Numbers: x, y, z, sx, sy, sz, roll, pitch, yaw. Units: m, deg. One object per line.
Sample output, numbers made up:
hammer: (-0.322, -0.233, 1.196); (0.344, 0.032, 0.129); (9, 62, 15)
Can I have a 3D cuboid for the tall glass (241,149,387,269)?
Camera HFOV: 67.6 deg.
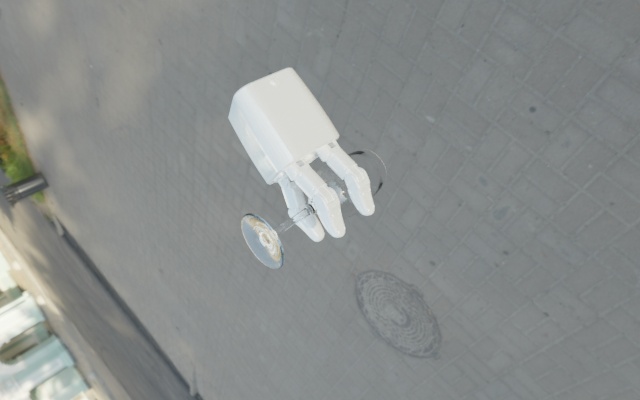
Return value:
tall glass: (0.000, 0.002, 0.609); (0.201, 0.079, 0.079); (-34, 20, -34)
